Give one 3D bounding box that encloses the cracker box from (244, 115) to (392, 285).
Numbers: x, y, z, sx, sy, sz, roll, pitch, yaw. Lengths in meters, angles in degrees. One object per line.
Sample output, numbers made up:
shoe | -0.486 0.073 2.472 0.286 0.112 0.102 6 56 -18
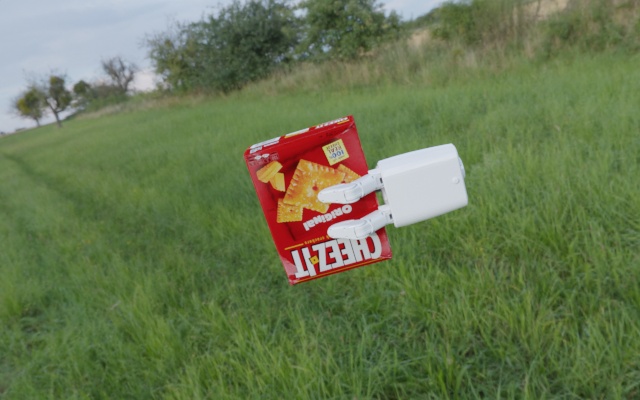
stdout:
cracker box | 0.000 0.002 0.704 0.164 0.214 0.072 -16 17 6
